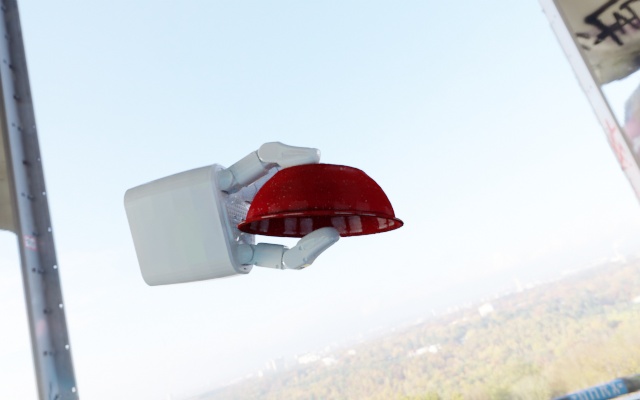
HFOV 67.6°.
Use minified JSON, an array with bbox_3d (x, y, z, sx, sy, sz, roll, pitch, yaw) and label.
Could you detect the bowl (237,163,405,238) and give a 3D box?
[{"bbox_3d":[0.001,0.001,0.471,0.162,0.055,0.162,-1,-11,0],"label":"bowl"}]
